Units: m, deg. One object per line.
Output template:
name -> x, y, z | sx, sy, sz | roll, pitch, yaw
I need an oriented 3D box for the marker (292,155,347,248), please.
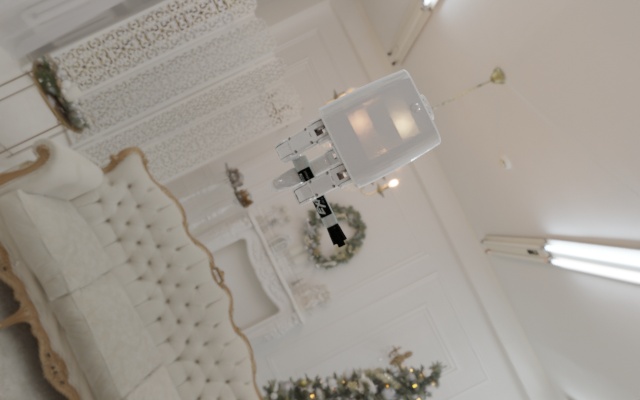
marker -> 0.000, 0.002, 0.587 | 0.020, 0.121, 0.020 | -26, -1, 0
